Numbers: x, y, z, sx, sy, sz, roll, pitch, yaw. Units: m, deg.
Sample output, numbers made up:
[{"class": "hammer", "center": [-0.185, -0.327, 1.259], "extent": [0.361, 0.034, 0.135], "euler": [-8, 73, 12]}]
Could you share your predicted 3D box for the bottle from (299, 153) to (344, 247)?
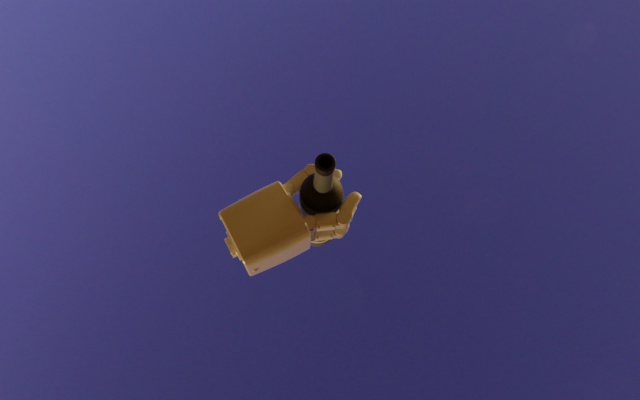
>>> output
[{"class": "bottle", "center": [0.000, 0.003, 0.754], "extent": [0.069, 0.069, 0.296], "euler": [0, -21, -3]}]
